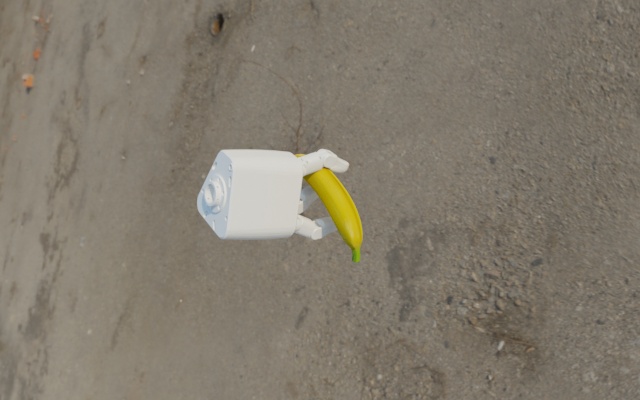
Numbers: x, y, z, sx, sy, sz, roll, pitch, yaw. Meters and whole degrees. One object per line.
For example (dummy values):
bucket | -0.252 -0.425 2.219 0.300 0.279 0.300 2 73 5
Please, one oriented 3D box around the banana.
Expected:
banana | 0.009 -0.006 0.688 0.037 0.197 0.070 -13 -30 -35
